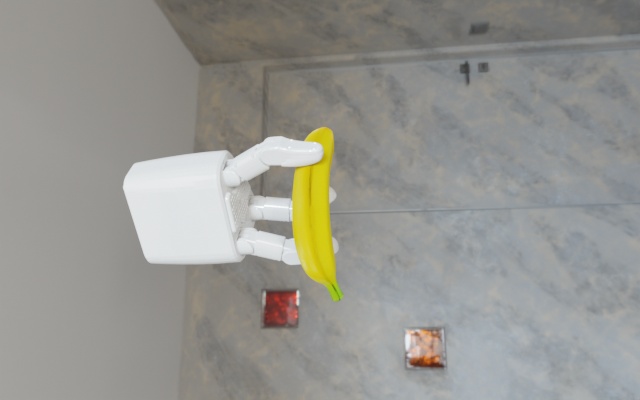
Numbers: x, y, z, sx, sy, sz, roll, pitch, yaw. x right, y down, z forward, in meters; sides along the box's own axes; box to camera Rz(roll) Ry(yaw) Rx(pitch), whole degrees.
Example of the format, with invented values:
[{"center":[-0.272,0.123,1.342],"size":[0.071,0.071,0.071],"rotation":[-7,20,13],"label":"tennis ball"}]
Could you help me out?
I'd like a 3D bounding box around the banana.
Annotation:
[{"center":[-0.005,-0.003,0.479],"size":[0.037,0.197,0.070],"rotation":[-7,-26,13],"label":"banana"}]
